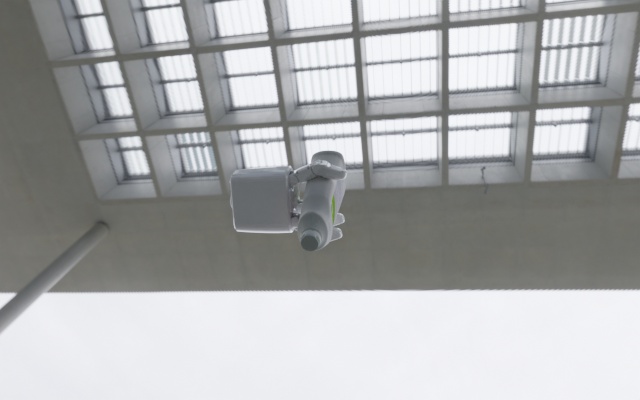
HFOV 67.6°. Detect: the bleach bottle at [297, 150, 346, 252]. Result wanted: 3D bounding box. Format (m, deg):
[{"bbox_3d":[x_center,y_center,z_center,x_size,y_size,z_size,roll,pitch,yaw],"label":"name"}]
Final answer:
[{"bbox_3d":[0.000,0.003,0.834,0.068,0.103,0.250,-2,26,10],"label":"bleach bottle"}]
